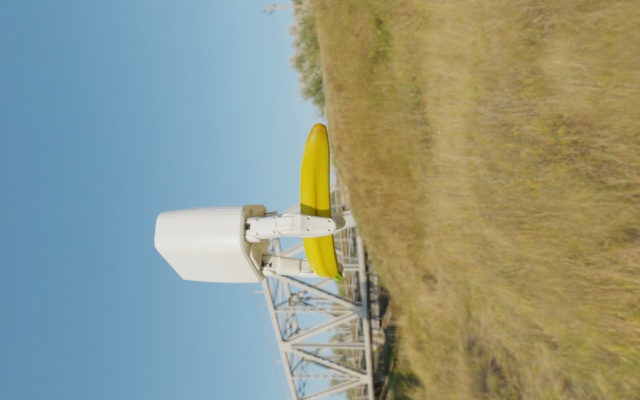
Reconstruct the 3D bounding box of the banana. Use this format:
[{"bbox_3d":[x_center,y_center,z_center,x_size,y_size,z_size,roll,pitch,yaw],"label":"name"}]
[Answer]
[{"bbox_3d":[-0.003,0.008,0.563,0.037,0.198,0.069,-4,7,10],"label":"banana"}]
